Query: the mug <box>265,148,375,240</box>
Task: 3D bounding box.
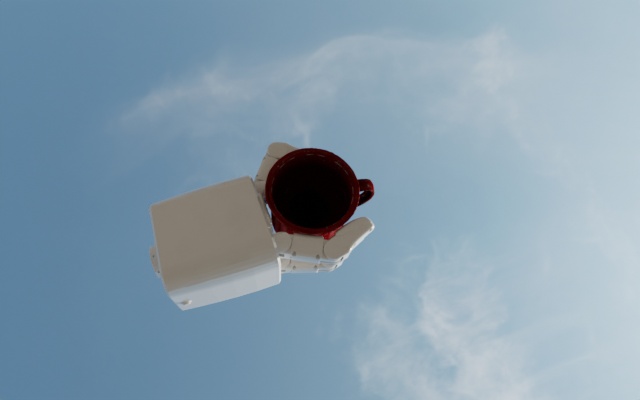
[{"bbox_3d":[0.001,0.001,0.505,0.117,0.093,0.081,-15,-21,-12],"label":"mug"}]
